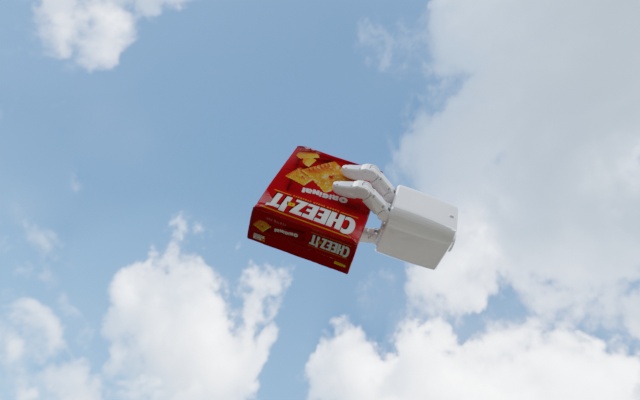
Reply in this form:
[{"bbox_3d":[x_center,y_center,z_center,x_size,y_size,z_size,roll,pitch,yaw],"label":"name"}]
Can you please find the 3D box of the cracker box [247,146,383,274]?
[{"bbox_3d":[0.000,0.003,0.778,0.164,0.072,0.213,19,36,7],"label":"cracker box"}]
